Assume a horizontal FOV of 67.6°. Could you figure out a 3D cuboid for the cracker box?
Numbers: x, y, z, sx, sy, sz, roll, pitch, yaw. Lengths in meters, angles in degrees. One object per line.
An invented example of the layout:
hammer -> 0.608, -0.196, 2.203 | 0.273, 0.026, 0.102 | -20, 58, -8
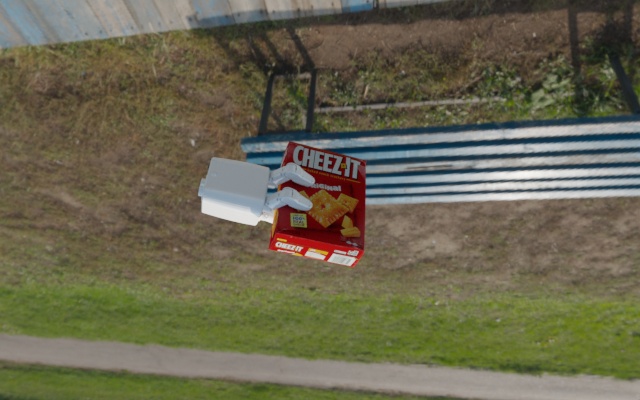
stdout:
cracker box -> 0.000, 0.003, 0.895 | 0.164, 0.213, 0.072 | 13, -36, -11
